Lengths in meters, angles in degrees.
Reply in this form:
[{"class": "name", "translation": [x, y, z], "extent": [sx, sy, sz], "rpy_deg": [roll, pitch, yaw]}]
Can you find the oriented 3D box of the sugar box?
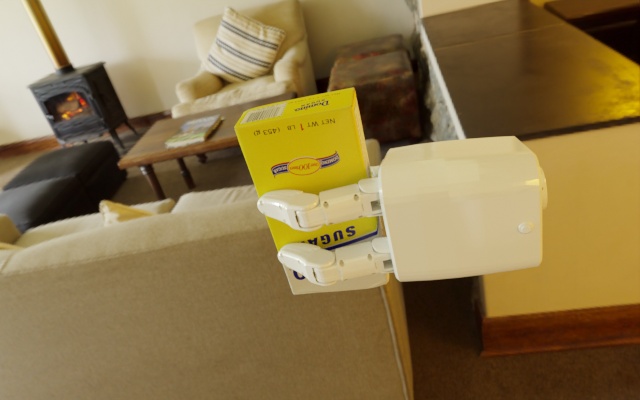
[{"class": "sugar box", "translation": [0.000, 0.002, 0.406], "extent": [0.093, 0.176, 0.048], "rpy_deg": [-8, 30, 13]}]
